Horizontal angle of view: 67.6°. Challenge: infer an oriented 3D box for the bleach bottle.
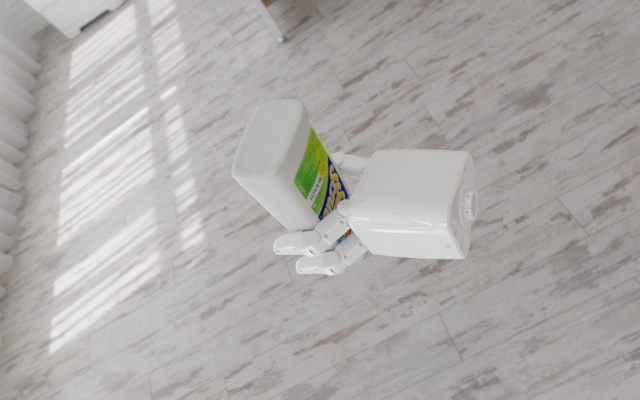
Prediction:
[{"bbox_3d":[0.000,0.002,0.558,0.068,0.102,0.251,3,-28,31],"label":"bleach bottle"}]
